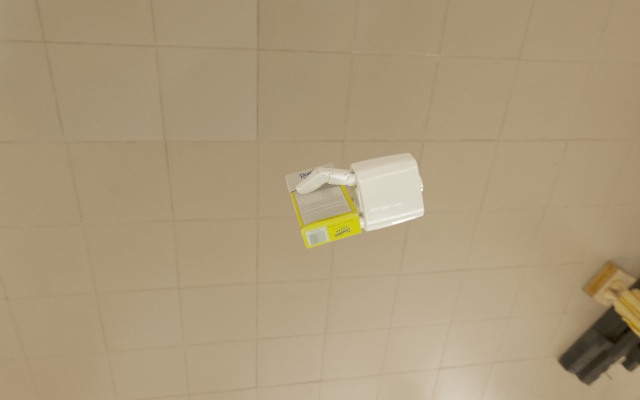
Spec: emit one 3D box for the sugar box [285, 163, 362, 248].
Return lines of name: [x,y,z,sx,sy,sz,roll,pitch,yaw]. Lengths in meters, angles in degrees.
sugar box: [0.000,0.003,0.806,0.093,0.048,0.176,-15,31,-3]
